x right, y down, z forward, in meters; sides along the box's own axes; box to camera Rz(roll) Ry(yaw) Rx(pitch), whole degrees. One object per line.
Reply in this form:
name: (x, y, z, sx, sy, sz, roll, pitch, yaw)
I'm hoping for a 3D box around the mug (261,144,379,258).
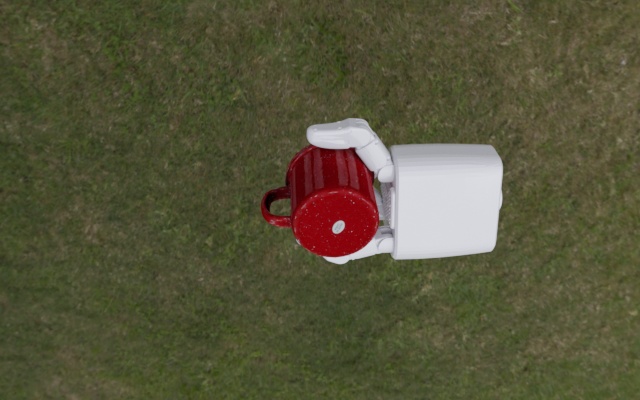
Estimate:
mug: (-0.001, 0.002, 0.464, 0.117, 0.093, 0.081, -4, 35, -1)
